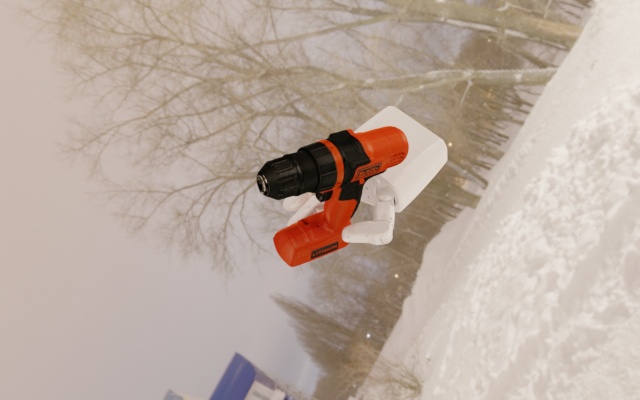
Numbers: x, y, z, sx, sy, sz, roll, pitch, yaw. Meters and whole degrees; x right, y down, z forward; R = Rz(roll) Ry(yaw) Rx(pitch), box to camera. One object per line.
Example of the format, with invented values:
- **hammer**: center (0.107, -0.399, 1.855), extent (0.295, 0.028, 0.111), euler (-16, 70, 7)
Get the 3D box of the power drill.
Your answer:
- **power drill**: center (0.000, 0.002, 0.550), extent (0.184, 0.057, 0.188), euler (-17, -29, -29)
